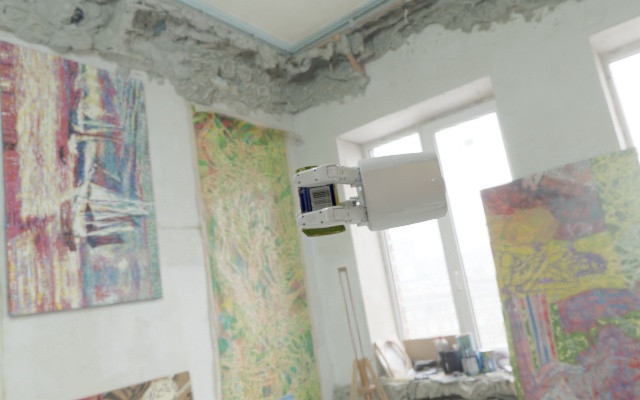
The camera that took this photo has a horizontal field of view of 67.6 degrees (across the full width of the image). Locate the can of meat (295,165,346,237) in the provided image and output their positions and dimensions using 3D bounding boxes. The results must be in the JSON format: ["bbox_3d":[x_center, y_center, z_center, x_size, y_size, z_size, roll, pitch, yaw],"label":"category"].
[{"bbox_3d":[0.000,0.002,0.670,0.057,0.084,0.102,-9,-11,4],"label":"can of meat"}]
